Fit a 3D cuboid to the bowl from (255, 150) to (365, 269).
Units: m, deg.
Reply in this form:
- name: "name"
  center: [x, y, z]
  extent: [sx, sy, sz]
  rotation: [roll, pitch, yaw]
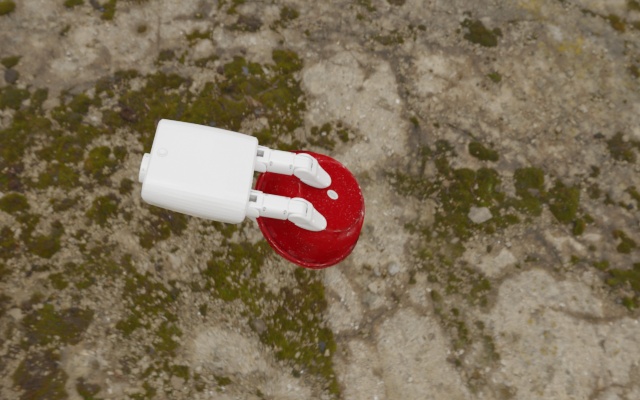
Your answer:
- name: "bowl"
  center: [0.001, 0.002, 0.603]
  extent: [0.162, 0.162, 0.055]
  rotation: [0, -17, -32]
